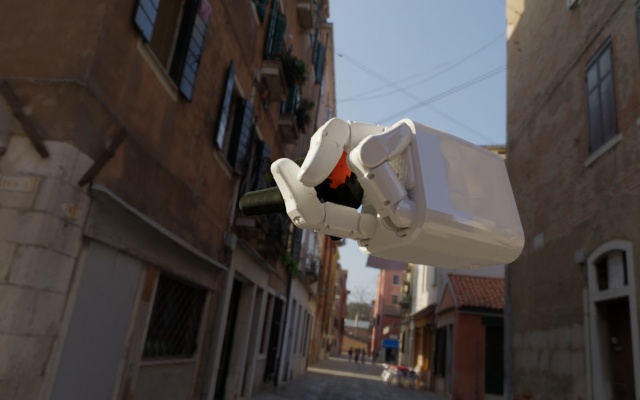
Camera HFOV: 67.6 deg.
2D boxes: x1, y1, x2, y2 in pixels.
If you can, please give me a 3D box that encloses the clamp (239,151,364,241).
[{"bbox_3d":[0.000,0.001,0.459,0.120,0.039,0.171,14,-18,-22],"label":"clamp"}]
